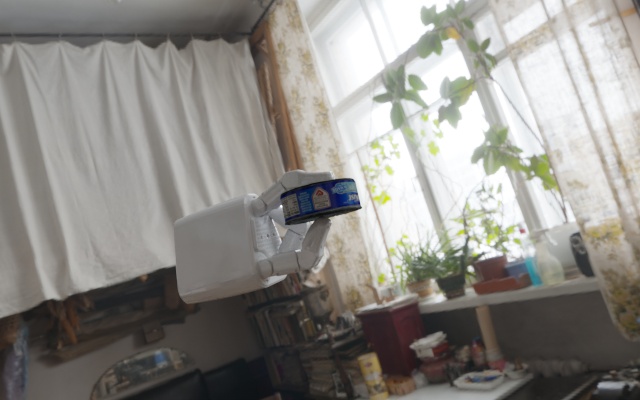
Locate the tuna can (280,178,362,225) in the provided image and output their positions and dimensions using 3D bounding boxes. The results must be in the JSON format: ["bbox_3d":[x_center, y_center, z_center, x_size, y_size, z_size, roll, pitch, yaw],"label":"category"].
[{"bbox_3d":[0.000,0.001,0.519,0.086,0.033,0.086,-12,-6,-1],"label":"tuna can"}]
